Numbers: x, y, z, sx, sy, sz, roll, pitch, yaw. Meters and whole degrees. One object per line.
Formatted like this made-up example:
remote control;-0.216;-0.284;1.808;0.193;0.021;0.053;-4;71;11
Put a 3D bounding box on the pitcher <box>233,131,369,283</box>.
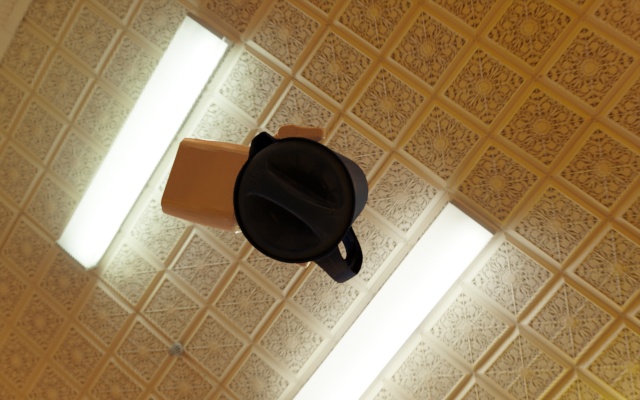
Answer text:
pitcher;0.000;0.002;0.608;0.145;0.149;0.243;13;6;12
